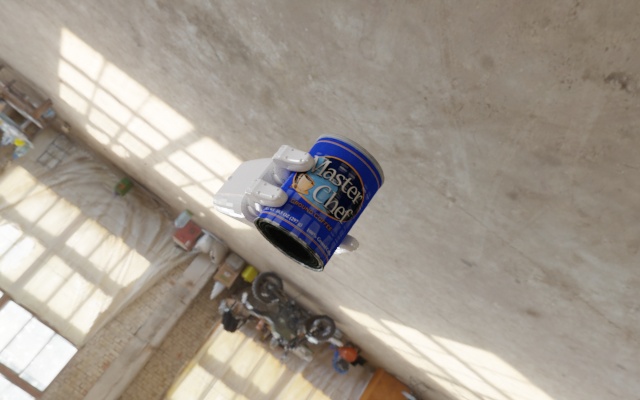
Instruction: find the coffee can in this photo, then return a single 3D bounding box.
[{"bbox_3d":[0.000,0.002,0.593,0.103,0.140,0.103,32,-20,13],"label":"coffee can"}]
